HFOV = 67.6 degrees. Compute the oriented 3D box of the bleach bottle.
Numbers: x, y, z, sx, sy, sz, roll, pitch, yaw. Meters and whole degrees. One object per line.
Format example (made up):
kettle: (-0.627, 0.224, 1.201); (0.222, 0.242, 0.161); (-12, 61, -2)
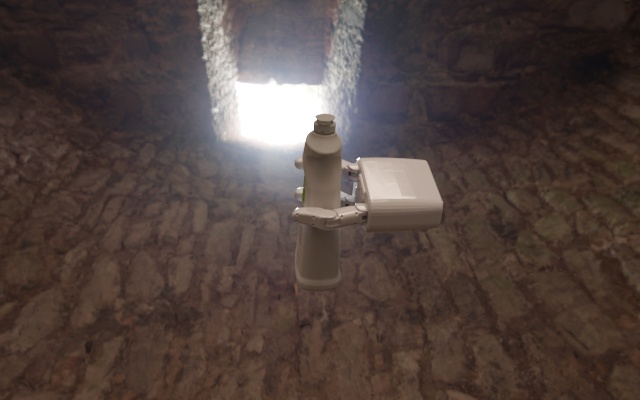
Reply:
bleach bottle: (0.000, 0.002, 0.686); (0.068, 0.251, 0.102); (-1, 30, -8)
